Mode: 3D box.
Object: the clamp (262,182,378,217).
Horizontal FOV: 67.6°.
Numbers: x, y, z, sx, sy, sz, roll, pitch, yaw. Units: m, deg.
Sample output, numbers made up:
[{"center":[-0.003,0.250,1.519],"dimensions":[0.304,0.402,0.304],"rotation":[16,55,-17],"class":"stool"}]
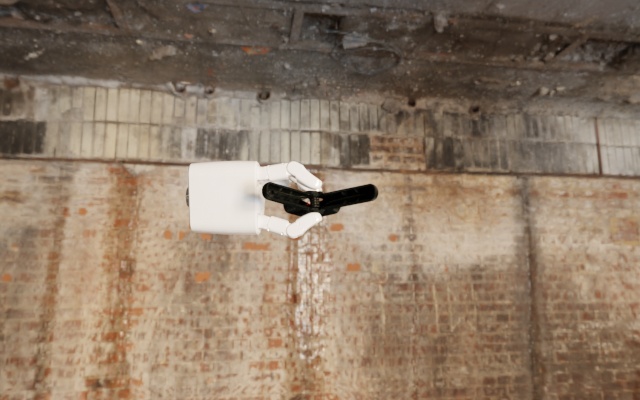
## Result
[{"center":[0.000,0.003,0.756],"dimensions":[0.164,0.036,0.210],"rotation":[1,-10,0],"class":"clamp"}]
